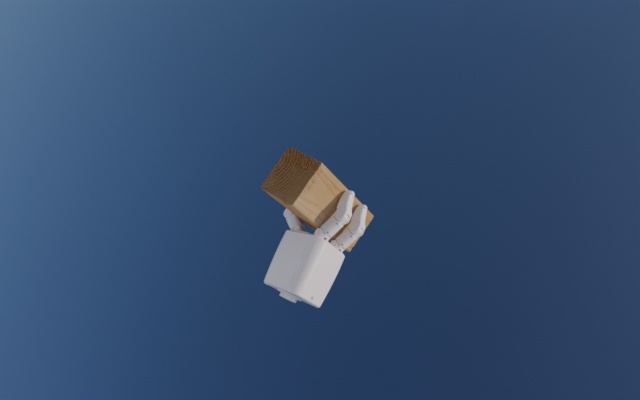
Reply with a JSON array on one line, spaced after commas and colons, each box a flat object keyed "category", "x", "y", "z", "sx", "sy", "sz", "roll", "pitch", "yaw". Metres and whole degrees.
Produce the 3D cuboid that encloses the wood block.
[{"category": "wood block", "x": 0.000, "y": 0.003, "z": 0.874, "sx": 0.090, "sy": 0.090, "sz": 0.206, "roll": 29, "pitch": -9, "yaw": 41}]
